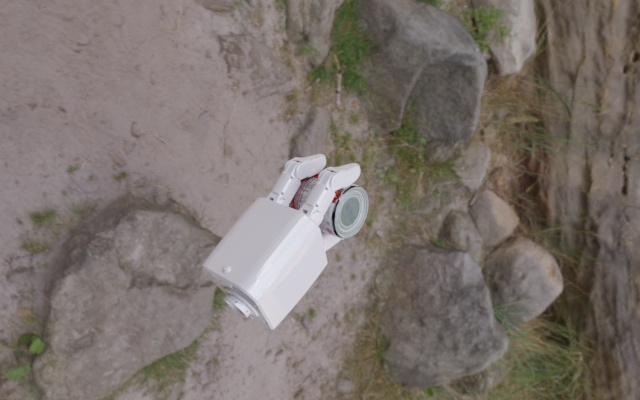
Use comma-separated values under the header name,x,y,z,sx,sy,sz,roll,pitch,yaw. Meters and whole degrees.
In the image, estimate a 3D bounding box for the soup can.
name,x,y,z,sx,sy,sz,roll,pitch,yaw
soup can,0.001,0.002,0.598,0.102,0.068,0.068,19,12,39
